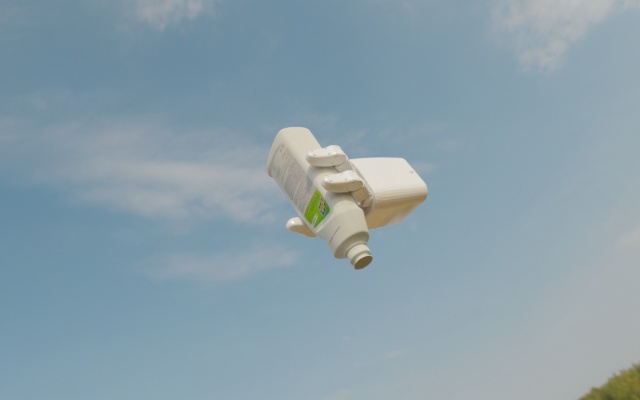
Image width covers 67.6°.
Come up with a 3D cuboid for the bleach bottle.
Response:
[{"bbox_3d":[0.000,0.002,0.705,0.068,0.103,0.250,-7,47,-30],"label":"bleach bottle"}]
